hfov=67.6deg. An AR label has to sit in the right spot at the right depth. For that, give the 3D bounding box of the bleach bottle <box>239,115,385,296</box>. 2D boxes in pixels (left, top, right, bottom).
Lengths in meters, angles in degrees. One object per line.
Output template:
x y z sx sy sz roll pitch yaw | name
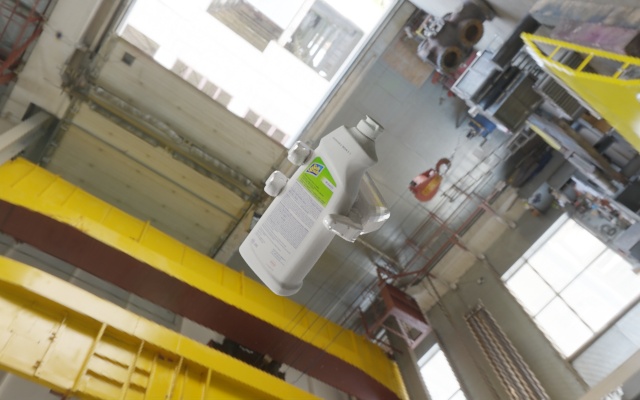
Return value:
0.000 0.002 0.628 0.102 0.251 0.068 44 17 20 | bleach bottle
